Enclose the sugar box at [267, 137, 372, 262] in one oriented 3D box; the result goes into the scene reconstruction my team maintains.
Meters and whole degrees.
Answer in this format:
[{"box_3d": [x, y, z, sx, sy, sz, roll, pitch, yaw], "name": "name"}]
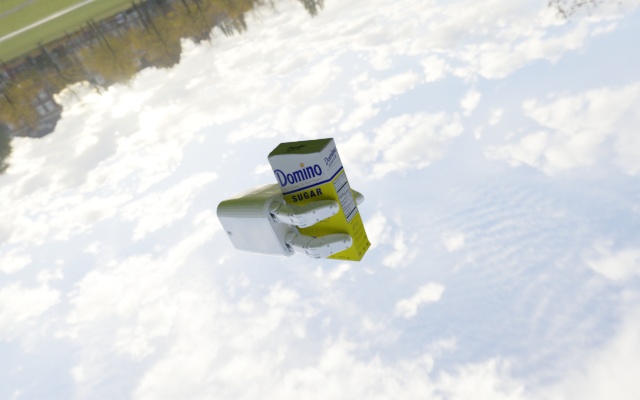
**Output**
[{"box_3d": [0.000, 0.003, 0.661, 0.093, 0.176, 0.048, -1, 36, 37], "name": "sugar box"}]
